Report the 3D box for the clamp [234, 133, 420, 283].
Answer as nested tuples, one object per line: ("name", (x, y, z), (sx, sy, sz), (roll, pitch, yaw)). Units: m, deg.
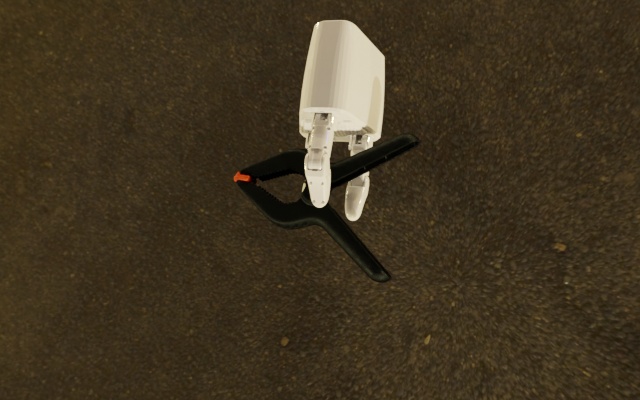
("clamp", (-0.001, 0.001, 0.538), (0.210, 0.164, 0.036), (4, -11, 16))
